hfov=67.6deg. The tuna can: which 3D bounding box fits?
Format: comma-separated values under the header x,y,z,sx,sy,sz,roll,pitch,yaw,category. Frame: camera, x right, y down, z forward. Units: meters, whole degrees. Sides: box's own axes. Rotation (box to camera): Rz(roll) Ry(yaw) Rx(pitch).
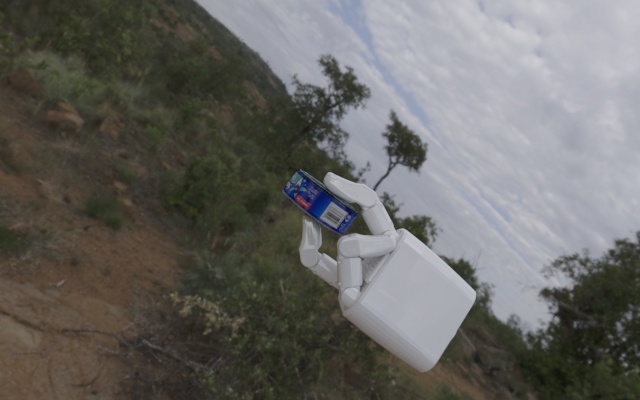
x,y,z,sx,sy,sz,roll,pitch,yaw,category
0.000,0.001,0.538,0.086,0.034,0.086,37,4,-3,tuna can
